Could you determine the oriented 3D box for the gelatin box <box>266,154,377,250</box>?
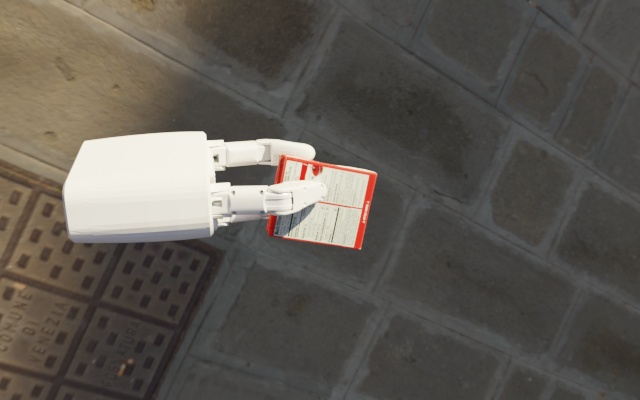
[{"bbox_3d":[0.000,0.002,0.438,0.089,0.073,0.030,9,8,-12],"label":"gelatin box"}]
